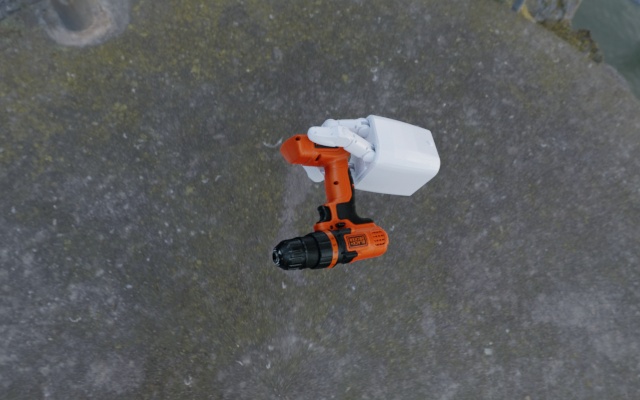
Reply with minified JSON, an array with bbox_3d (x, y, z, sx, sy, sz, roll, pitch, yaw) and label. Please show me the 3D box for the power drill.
[{"bbox_3d":[0.000,0.002,0.674,0.184,0.187,0.057,-4,-15,-36],"label":"power drill"}]
